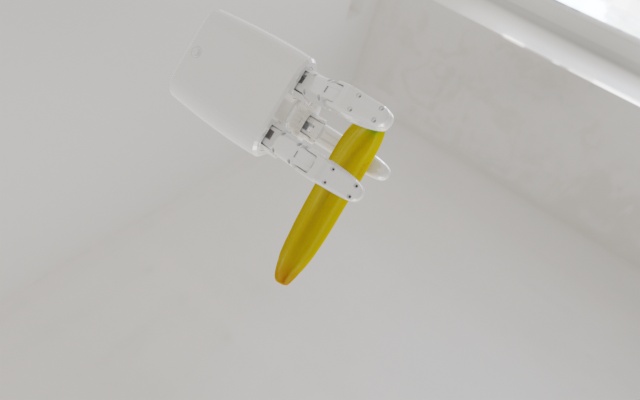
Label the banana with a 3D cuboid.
[{"bbox_3d":[0.008,-0.007,0.446,0.037,0.198,0.069,33,27,9],"label":"banana"}]
